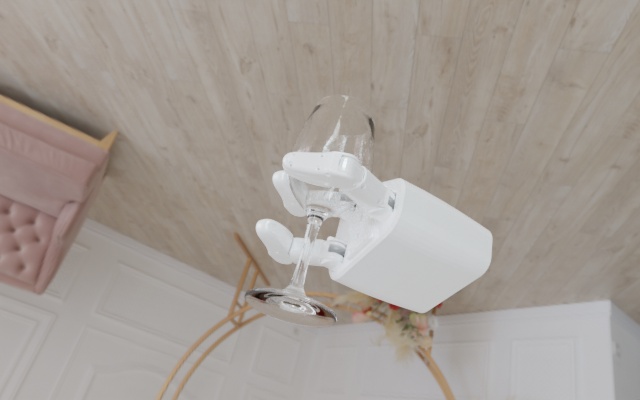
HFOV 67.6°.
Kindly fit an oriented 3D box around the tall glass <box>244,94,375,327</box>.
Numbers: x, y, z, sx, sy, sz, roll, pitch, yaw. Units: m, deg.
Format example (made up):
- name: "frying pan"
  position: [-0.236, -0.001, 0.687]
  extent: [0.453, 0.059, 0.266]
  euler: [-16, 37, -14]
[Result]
- name: "tall glass"
  position: [0.000, 0.002, 0.418]
  extent: [0.079, 0.201, 0.079]
  euler: [12, -29, 7]
